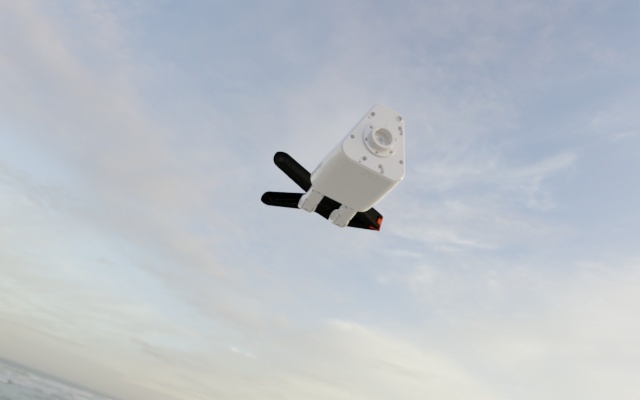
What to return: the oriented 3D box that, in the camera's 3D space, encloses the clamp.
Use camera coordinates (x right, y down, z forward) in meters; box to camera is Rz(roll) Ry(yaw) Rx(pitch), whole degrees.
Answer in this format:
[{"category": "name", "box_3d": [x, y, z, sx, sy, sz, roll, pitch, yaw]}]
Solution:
[{"category": "clamp", "box_3d": [0.001, 0.002, 0.786, 0.210, 0.036, 0.165, 25, -26, -11]}]
